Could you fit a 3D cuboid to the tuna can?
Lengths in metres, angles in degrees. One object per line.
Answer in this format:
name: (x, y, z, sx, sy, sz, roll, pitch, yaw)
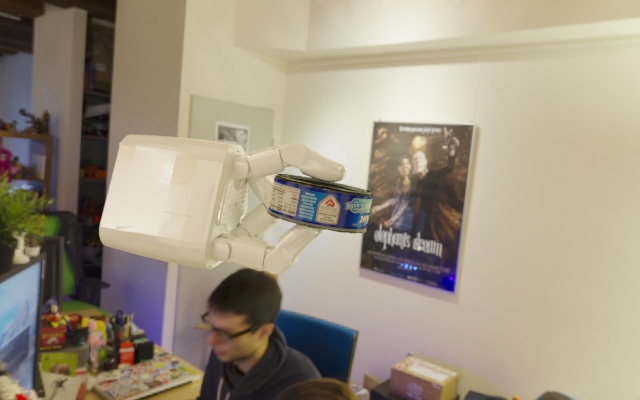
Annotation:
tuna can: (0.000, 0.001, 0.403, 0.086, 0.034, 0.086, 11, 6, -1)
